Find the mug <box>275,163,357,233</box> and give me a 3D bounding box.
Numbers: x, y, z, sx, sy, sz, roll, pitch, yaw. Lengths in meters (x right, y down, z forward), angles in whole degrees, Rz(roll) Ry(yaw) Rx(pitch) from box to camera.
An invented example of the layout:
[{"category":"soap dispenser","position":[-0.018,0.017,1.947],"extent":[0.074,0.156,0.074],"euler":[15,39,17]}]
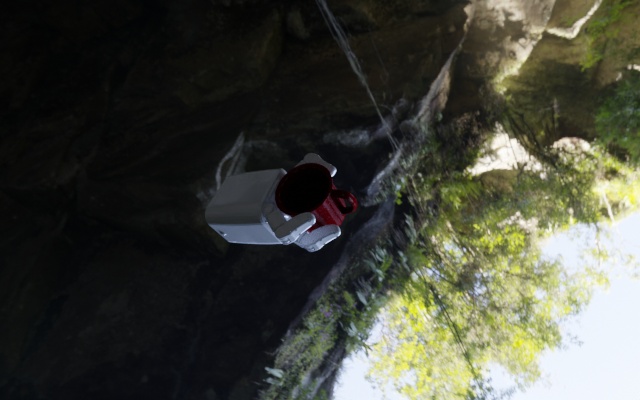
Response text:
[{"category":"mug","position":[0.002,0.002,0.728],"extent":[0.117,0.093,0.081],"euler":[-3,-32,25]}]
